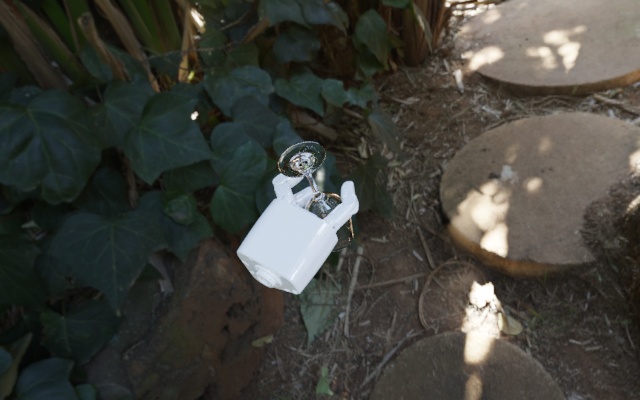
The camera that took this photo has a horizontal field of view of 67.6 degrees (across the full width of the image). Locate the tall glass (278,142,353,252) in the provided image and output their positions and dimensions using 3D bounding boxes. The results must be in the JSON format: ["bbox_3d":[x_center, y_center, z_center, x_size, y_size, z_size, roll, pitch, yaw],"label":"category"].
[{"bbox_3d":[0.000,0.002,0.779,0.079,0.079,0.201,0,-40,22],"label":"tall glass"}]
